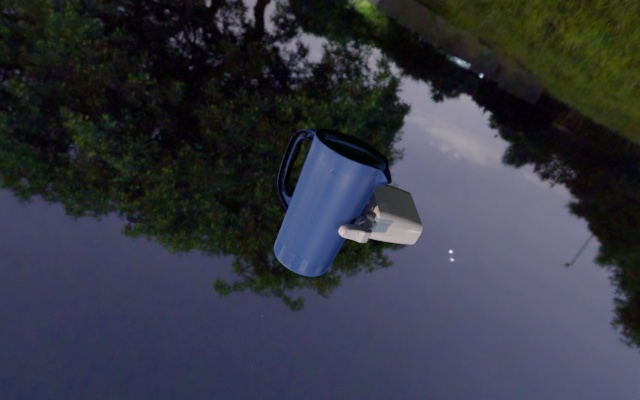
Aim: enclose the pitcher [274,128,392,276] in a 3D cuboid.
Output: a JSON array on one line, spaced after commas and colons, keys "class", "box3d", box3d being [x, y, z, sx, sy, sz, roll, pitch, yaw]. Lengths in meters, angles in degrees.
[{"class": "pitcher", "box3d": [0.000, 0.003, 0.831, 0.145, 0.243, 0.149, 13, 26, -26]}]
